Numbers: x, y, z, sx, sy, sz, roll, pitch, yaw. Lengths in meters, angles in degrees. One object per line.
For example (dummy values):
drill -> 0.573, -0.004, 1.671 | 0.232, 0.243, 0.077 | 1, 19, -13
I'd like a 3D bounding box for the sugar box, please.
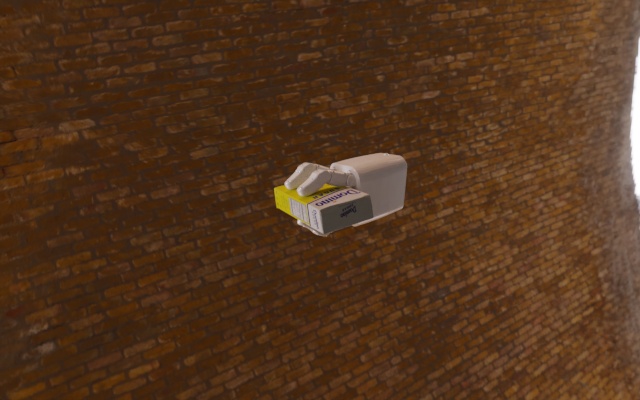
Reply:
sugar box -> 0.000, 0.002, 0.786 | 0.093, 0.048, 0.176 | -17, 17, -25
